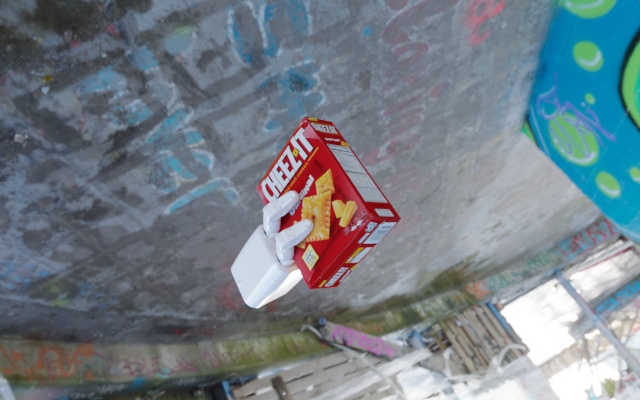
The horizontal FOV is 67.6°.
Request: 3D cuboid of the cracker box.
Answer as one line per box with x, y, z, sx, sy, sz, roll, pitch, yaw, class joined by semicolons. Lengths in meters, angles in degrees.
0.000;0.003;0.737;0.072;0.213;0.164;5;-46;-45;cracker box
